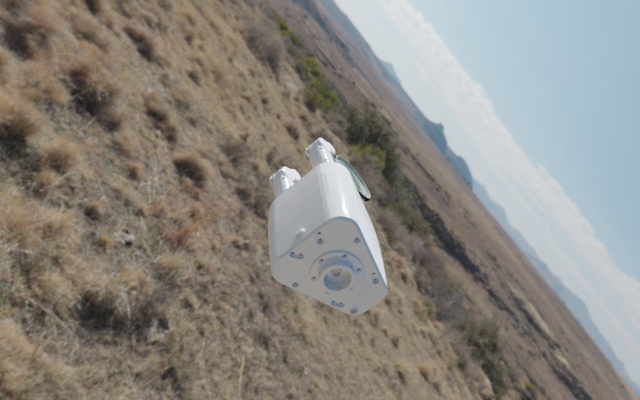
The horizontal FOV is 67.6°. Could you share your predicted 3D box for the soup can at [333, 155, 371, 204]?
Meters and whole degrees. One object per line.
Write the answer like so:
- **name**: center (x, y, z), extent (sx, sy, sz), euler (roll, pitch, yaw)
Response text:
- **soup can**: center (0.000, 0.002, 0.571), extent (0.102, 0.068, 0.068), euler (-38, -12, 16)
